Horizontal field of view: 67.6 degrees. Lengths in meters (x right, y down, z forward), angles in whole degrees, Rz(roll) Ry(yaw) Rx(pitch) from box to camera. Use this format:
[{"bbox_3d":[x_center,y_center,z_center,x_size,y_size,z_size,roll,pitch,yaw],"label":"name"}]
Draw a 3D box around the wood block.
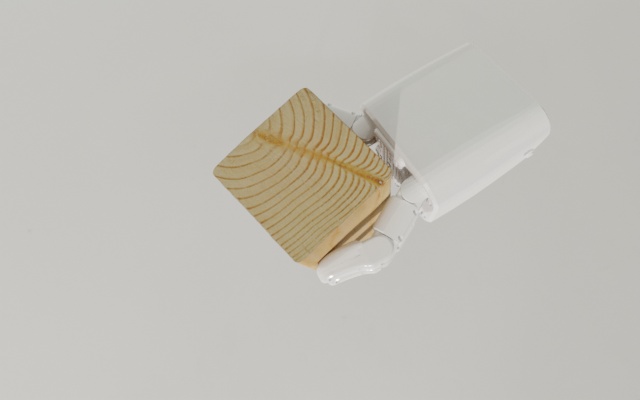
[{"bbox_3d":[0.000,0.001,0.417,0.090,0.091,0.206,-43,-14,-3],"label":"wood block"}]
